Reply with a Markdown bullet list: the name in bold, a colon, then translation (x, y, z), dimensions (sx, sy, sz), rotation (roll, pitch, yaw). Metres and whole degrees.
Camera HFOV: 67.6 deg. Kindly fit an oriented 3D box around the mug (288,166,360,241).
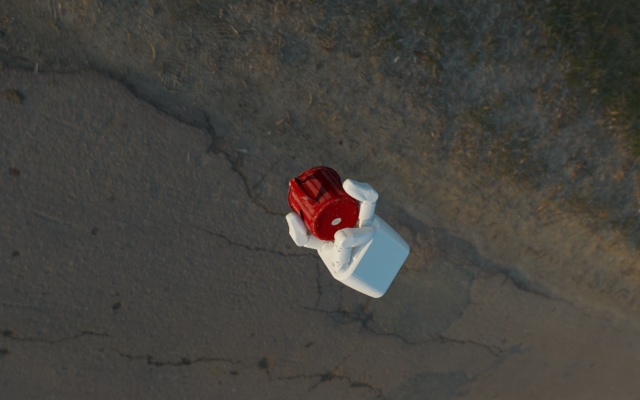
- **mug**: translation (-0.001, 0.002, 0.718), dimensions (0.117, 0.093, 0.081), rotation (35, 12, -42)
